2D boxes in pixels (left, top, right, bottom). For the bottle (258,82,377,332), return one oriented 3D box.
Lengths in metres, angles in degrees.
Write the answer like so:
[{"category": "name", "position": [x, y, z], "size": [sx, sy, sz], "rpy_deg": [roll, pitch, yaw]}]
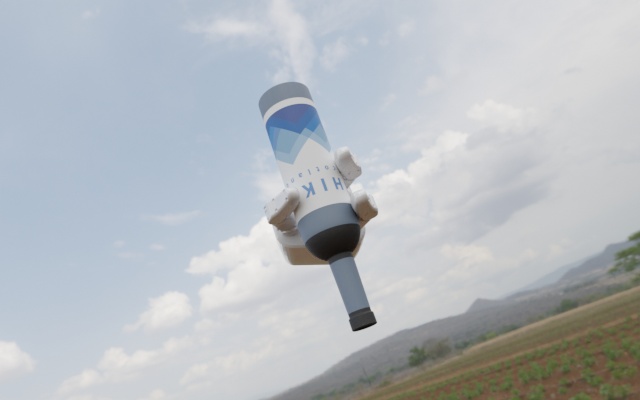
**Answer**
[{"category": "bottle", "position": [0.000, 0.002, 0.545], "size": [0.069, 0.295, 0.069], "rpy_deg": [-17, -21, -7]}]
